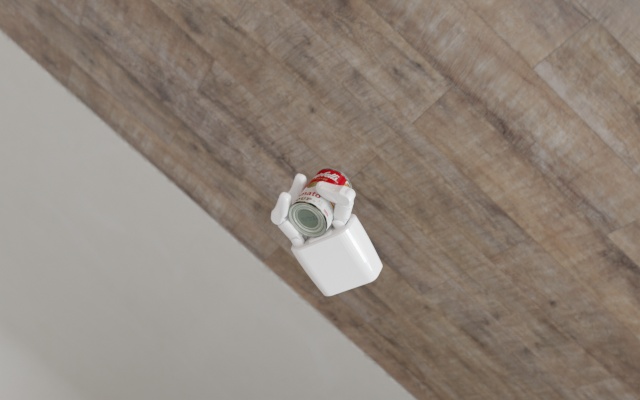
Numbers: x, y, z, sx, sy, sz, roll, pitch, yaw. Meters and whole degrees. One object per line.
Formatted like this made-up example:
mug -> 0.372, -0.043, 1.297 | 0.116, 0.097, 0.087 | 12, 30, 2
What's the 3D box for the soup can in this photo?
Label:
soup can -> 0.000, 0.002, 0.766 | 0.068, 0.068, 0.102 | 0, 34, 30
